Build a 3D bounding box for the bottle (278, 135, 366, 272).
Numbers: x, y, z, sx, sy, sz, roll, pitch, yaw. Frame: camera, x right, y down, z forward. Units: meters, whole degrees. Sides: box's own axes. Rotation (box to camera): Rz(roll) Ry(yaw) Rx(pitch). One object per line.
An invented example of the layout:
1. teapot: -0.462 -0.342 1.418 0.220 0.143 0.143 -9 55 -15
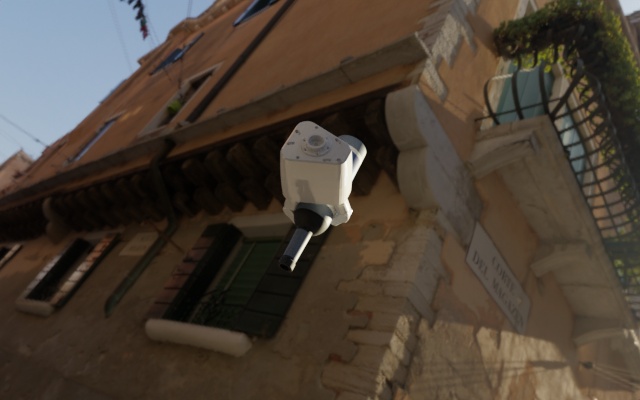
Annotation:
1. bottle: 0.000 0.003 0.873 0.069 0.295 0.069 20 -33 14
